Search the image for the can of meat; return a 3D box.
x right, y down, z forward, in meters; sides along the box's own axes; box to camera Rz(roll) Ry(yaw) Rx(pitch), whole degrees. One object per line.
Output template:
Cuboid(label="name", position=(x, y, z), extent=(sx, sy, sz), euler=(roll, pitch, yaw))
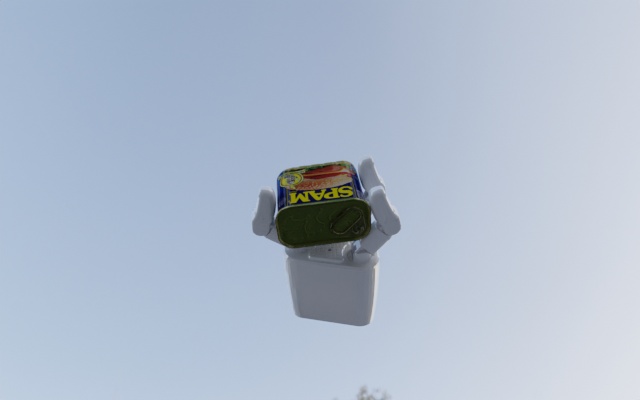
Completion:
Cuboid(label="can of meat", position=(0.000, 0.002, 0.539), extent=(0.102, 0.057, 0.084), euler=(-7, 36, -1))
